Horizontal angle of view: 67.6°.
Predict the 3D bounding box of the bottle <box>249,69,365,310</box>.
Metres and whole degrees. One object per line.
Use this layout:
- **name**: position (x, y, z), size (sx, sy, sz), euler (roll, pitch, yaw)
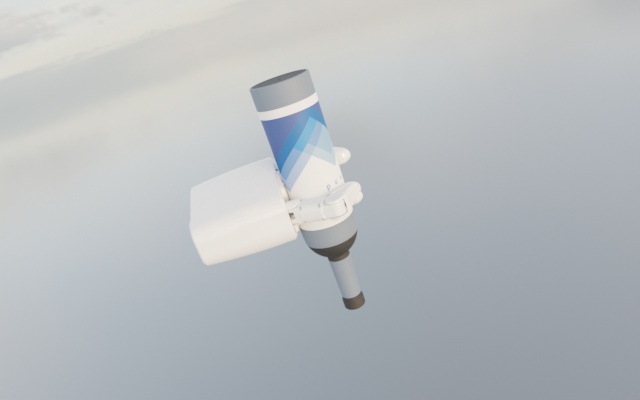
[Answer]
- **bottle**: position (0.000, 0.002, 0.556), size (0.069, 0.296, 0.069), euler (-16, 21, 7)
